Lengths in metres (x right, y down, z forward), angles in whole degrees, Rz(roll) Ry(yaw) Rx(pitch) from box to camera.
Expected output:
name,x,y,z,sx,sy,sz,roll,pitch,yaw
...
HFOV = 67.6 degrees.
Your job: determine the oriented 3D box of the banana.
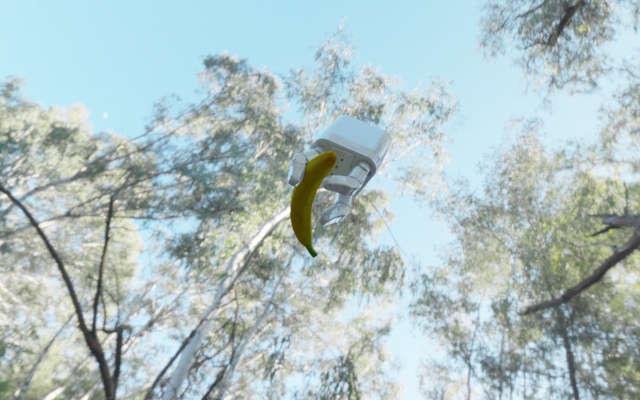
name,x,y,z,sx,sy,sz,roll,pitch,yaw
banana,-0.016,-0.002,0.767,0.069,0.198,0.037,24,37,21
